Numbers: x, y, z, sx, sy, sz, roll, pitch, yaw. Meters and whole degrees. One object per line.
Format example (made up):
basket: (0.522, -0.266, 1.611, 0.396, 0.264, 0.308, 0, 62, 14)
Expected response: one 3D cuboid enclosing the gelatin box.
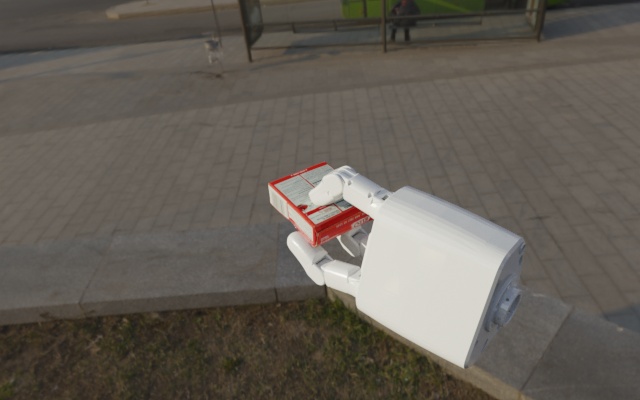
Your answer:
gelatin box: (0.000, 0.001, 0.490, 0.073, 0.030, 0.089, -24, 44, -26)
